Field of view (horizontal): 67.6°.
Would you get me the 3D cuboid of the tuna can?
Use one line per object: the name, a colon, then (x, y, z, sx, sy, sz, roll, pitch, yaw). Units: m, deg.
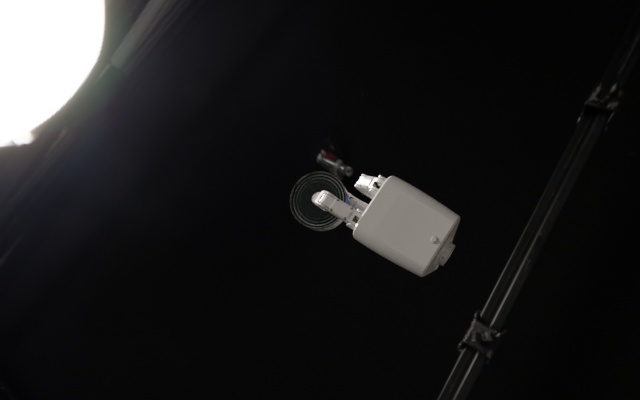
tuna can: (0.000, 0.002, 0.711, 0.086, 0.086, 0.034, 0, -13, 14)
